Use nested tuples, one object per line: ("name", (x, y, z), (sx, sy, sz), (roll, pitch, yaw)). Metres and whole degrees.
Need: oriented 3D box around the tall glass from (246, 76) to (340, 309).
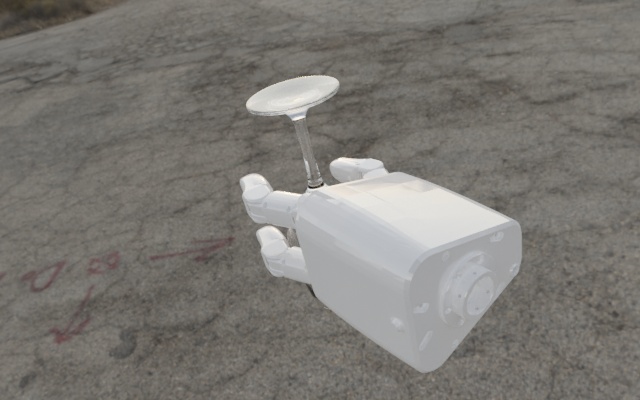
("tall glass", (0.000, 0.001, 0.415), (0.079, 0.201, 0.079), (-11, 31, 6))
